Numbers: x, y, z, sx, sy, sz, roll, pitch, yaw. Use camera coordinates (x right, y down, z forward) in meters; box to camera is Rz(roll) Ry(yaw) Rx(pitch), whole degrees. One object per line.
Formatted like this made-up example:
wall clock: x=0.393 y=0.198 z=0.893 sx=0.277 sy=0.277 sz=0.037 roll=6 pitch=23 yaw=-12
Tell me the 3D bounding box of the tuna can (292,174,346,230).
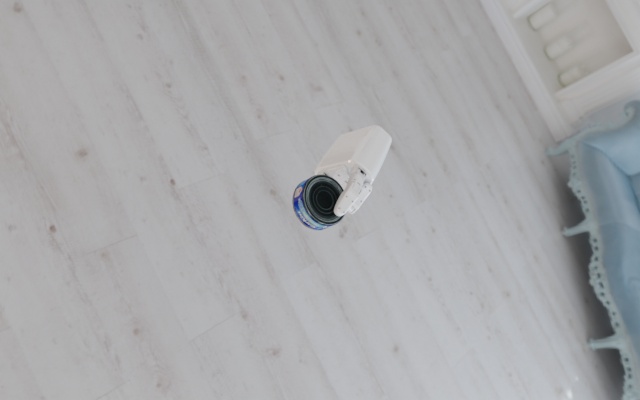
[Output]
tuna can: x=0.000 y=0.002 z=0.762 sx=0.086 sy=0.086 sz=0.034 roll=0 pitch=-15 yaw=-34
